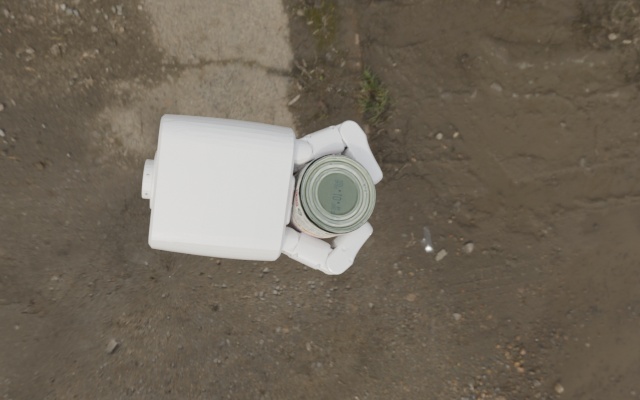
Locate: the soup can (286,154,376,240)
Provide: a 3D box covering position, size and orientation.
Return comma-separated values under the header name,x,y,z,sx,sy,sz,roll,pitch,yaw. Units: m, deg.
name,x,y,z,sx,sy,sz,roll,pitch,yaw
soup can,0.001,0.002,0.432,0.068,0.068,0.102,0,-9,-17
